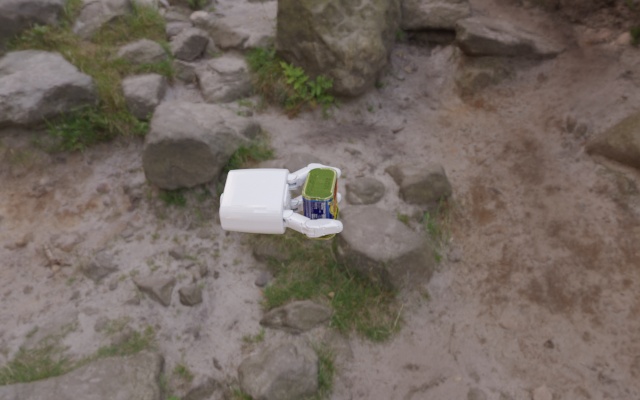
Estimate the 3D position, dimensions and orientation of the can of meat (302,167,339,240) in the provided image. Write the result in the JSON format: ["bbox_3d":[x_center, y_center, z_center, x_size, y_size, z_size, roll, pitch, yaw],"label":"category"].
[{"bbox_3d":[0.000,0.002,0.817,0.057,0.084,0.102,3,35,7],"label":"can of meat"}]
